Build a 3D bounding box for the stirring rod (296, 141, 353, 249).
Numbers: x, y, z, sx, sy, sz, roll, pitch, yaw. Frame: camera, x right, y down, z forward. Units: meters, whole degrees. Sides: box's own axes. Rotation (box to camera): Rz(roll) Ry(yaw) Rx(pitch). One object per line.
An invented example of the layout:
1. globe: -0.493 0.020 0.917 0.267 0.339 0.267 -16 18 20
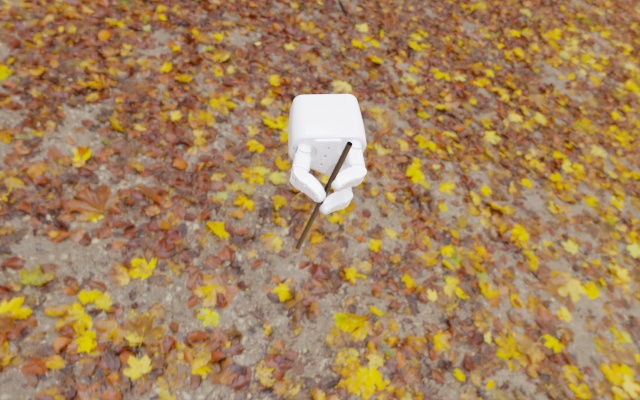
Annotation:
1. stirring rod: 0.000 0.002 0.690 0.011 0.011 0.240 0 -38 -23
